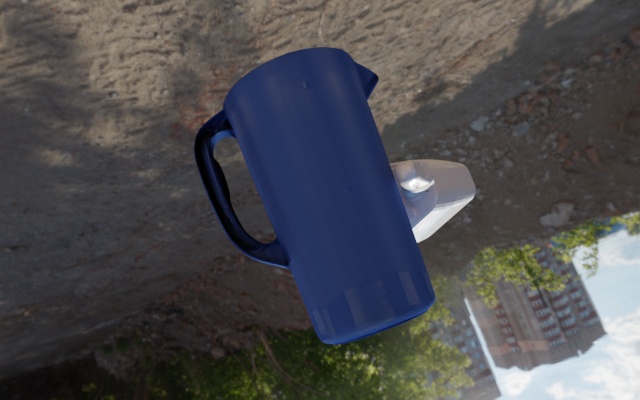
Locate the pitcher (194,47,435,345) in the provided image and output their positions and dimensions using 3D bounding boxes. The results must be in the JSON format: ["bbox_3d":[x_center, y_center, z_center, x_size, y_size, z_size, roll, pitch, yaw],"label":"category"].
[{"bbox_3d":[0.000,0.001,0.435,0.149,0.242,0.145,-29,-14,37],"label":"pitcher"}]
